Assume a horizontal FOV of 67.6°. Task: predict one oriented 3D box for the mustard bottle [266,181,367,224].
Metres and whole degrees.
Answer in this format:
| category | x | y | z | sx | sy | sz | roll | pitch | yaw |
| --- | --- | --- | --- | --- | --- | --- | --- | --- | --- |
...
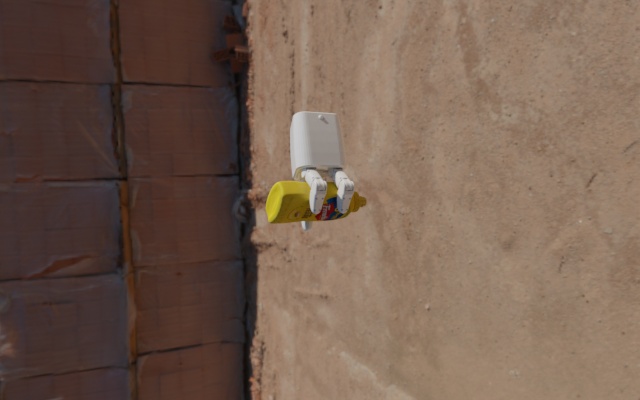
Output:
| category | x | y | z | sx | sy | sz | roll | pitch | yaw |
| --- | --- | --- | --- | --- | --- | --- | --- | --- | --- |
| mustard bottle | 0.000 | 0.003 | 0.897 | 0.191 | 0.058 | 0.096 | -1 | -36 | -26 |
